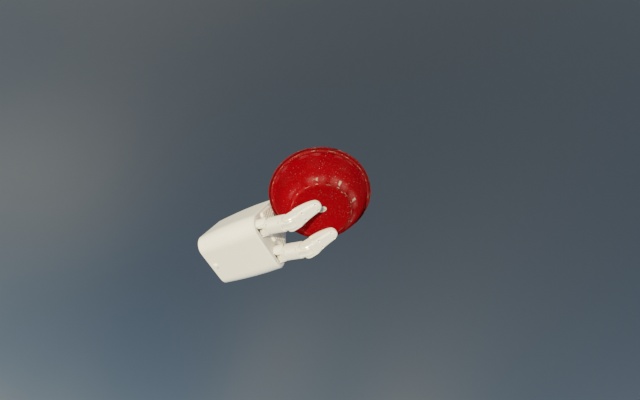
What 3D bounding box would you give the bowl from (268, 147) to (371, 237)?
[{"bbox_3d":[0.001,0.002,0.731,0.162,0.162,0.055,0,30,-3],"label":"bowl"}]
